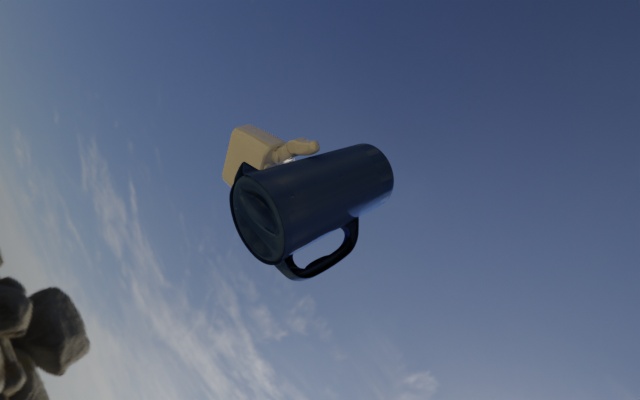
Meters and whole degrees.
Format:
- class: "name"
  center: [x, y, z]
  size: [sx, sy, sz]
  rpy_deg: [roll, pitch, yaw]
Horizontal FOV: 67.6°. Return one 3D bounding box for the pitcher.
- class: "pitcher"
  center: [0.000, 0.002, 0.723]
  size: [0.243, 0.149, 0.145]
  rpy_deg: [-22, 38, -36]
